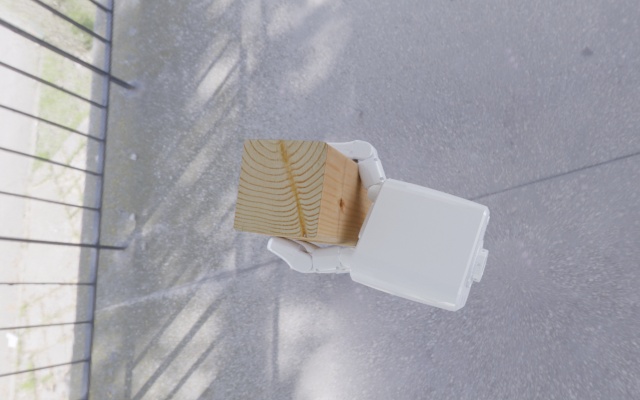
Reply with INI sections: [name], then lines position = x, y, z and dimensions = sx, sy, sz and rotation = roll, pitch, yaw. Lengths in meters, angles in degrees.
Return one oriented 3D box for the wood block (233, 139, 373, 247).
[wood block]
position = 0.000, 0.001, 0.535
dimensions = 0.090, 0.091, 0.206
rotation = 4, -7, 23
